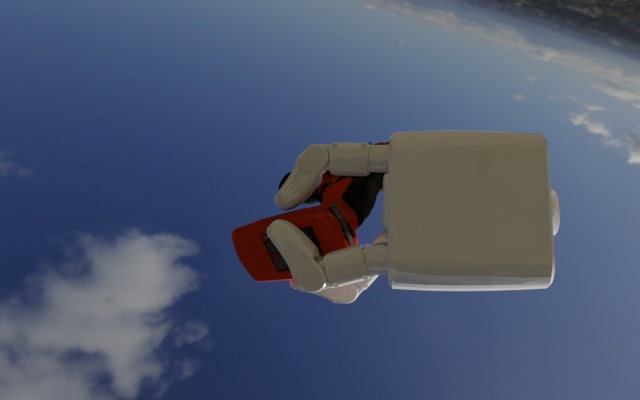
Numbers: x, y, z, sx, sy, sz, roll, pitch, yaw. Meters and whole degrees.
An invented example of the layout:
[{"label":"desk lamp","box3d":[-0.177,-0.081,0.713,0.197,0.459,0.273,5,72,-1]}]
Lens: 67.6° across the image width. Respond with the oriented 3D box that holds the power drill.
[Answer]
[{"label":"power drill","box3d":[0.000,0.002,0.455,0.184,0.057,0.187,-15,20,34]}]
